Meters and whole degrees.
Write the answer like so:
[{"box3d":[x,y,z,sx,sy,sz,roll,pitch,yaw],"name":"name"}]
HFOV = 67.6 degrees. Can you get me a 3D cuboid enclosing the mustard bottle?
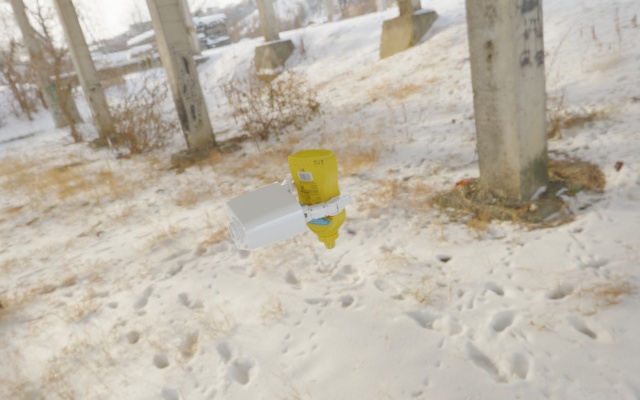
[{"box3d":[0.000,0.003,0.889,0.096,0.192,0.058,5,26,40],"name":"mustard bottle"}]
